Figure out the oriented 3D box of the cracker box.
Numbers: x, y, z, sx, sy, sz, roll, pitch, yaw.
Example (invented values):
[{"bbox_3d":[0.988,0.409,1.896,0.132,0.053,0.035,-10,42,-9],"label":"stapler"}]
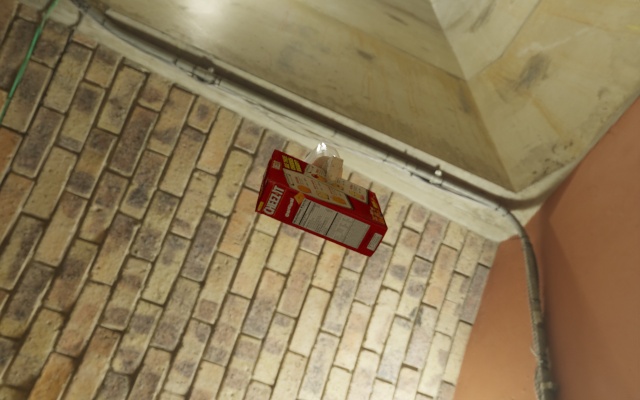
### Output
[{"bbox_3d":[0.000,0.003,0.839,0.214,0.072,0.164,22,20,-11],"label":"cracker box"}]
